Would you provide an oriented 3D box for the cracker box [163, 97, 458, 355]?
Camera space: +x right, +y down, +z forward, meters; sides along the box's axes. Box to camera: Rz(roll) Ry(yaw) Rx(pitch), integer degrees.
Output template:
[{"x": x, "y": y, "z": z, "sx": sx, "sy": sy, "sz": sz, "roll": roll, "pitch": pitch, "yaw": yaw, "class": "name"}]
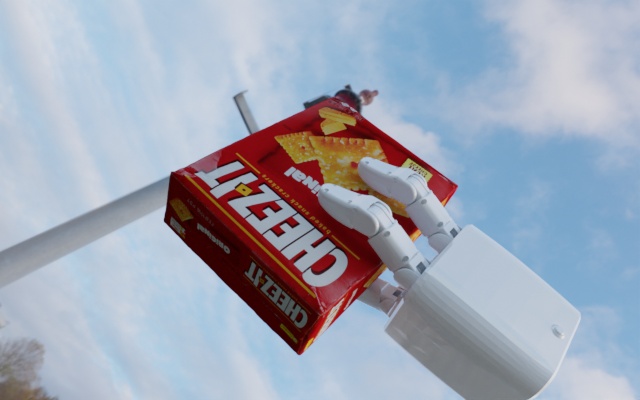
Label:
[{"x": 0.000, "y": 0.001, "z": 0.428, "sx": 0.164, "sy": 0.072, "sz": 0.213, "roll": 40, "pitch": 46, "yaw": 17, "class": "cracker box"}]
